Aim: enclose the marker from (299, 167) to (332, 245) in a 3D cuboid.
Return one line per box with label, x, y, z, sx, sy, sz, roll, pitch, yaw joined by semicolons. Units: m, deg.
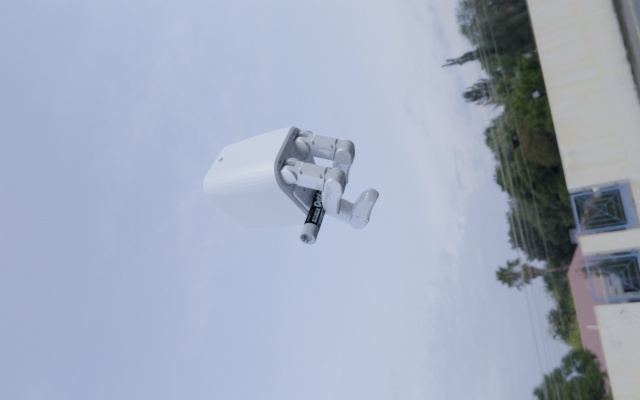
marker;0.000;0.002;0.556;0.020;0.020;0.121;0;41;18
